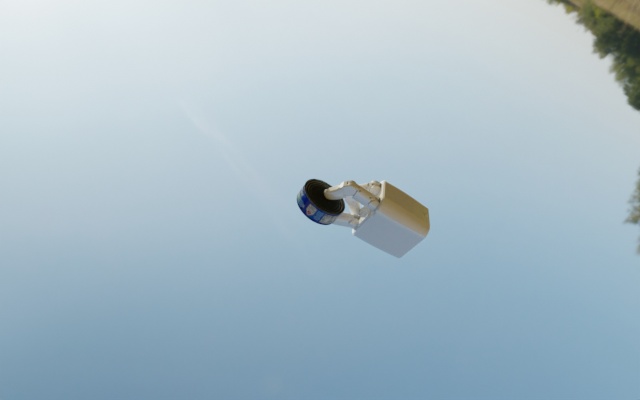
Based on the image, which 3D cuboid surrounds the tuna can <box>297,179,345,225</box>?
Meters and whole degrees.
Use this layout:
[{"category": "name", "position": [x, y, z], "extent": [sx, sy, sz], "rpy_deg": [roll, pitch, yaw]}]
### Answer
[{"category": "tuna can", "position": [0.000, 0.003, 0.863], "extent": [0.086, 0.086, 0.034], "rpy_deg": [0, -41, -44]}]
